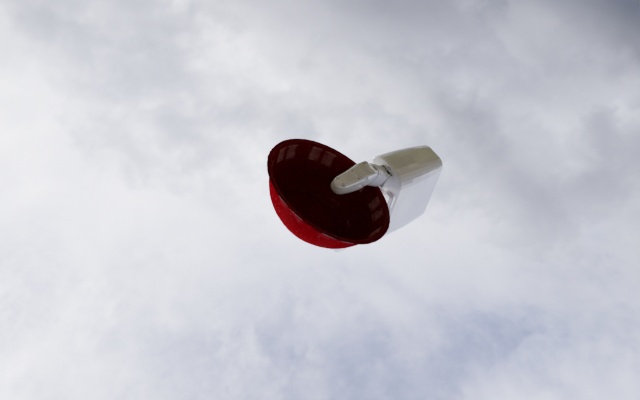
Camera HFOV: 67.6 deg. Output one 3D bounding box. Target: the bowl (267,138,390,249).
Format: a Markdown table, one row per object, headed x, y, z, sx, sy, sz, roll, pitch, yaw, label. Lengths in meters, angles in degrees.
| x | y | z | sx | sy | sz | roll | pitch | yaw | label |
| --- | --- | --- | --- | --- | --- | --- | --- | --- | --- |
| -0.001 | 0.002 | 0.559 | 0.162 | 0.162 | 0.055 | 0 | -41 | -41 | bowl |
